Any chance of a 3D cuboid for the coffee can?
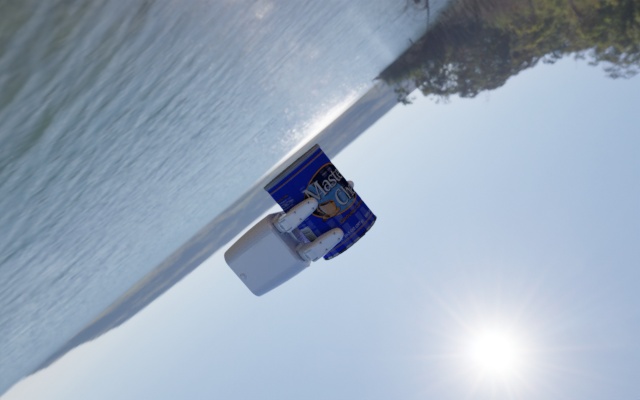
[{"bbox_3d":[0.000,0.002,0.704,0.103,0.140,0.103,-39,7,5],"label":"coffee can"}]
